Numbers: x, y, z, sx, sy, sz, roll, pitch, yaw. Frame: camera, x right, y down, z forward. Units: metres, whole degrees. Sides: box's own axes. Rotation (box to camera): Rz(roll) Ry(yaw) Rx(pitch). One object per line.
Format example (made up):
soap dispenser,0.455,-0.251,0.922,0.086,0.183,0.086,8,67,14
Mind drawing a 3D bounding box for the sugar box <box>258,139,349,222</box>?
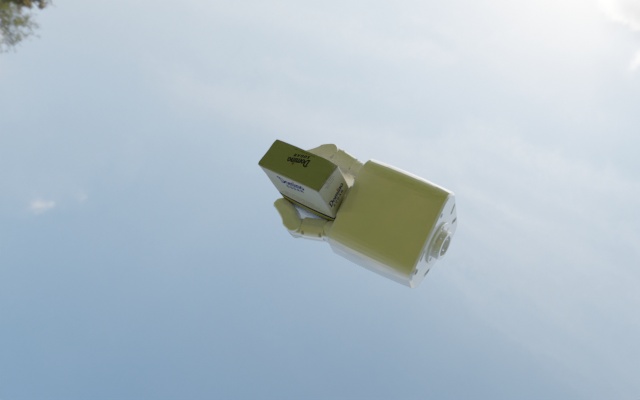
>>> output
sugar box,0.001,0.002,0.595,0.093,0.048,0.176,25,-21,30
